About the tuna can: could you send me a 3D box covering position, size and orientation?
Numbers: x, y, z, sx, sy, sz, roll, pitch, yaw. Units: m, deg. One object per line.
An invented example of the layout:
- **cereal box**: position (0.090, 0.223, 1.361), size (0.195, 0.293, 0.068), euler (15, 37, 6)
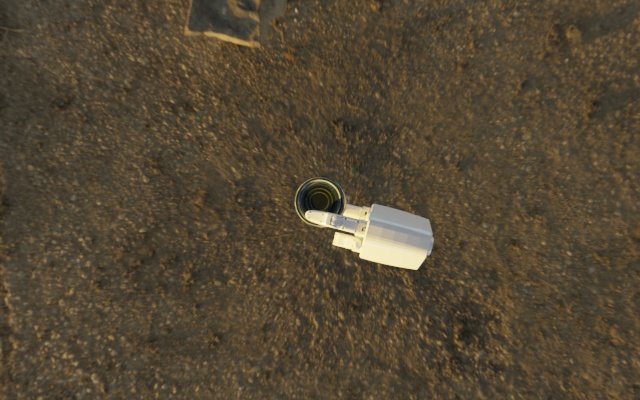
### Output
- **tuna can**: position (0.000, 0.003, 0.810), size (0.086, 0.086, 0.034), euler (0, -3, 9)
